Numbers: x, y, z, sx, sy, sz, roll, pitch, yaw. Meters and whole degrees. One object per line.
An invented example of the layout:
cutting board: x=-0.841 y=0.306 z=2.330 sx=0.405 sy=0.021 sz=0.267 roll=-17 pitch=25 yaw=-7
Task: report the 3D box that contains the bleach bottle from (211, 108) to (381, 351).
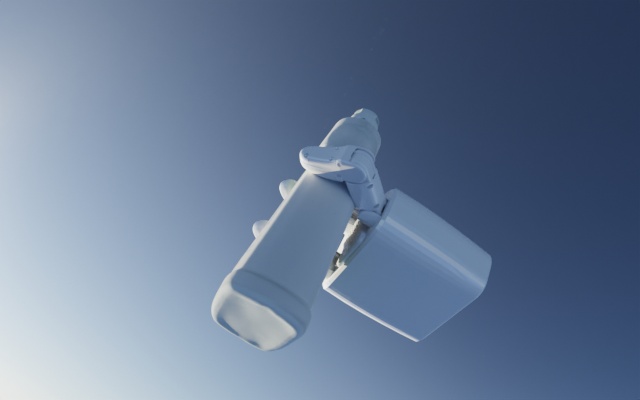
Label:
bleach bottle: x=0.000 y=0.001 z=0.419 sx=0.068 sy=0.250 sz=0.103 roll=33 pitch=-35 yaw=-4
